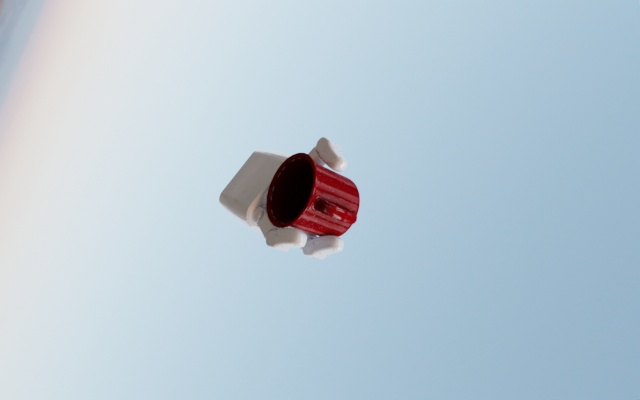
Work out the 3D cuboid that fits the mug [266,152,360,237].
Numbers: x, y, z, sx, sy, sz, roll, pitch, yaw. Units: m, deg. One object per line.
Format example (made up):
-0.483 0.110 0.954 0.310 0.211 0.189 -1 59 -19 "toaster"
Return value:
0.001 0.002 0.573 0.081 0.093 0.117 22 1 -37 "mug"
